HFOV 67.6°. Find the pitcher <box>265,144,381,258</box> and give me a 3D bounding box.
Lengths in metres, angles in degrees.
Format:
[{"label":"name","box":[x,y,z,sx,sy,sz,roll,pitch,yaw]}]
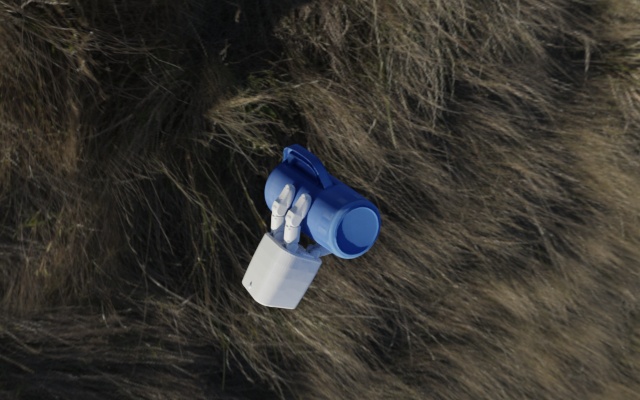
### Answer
[{"label":"pitcher","box":[0.000,0.003,0.889,0.149,0.145,0.242,28,3,-36]}]
